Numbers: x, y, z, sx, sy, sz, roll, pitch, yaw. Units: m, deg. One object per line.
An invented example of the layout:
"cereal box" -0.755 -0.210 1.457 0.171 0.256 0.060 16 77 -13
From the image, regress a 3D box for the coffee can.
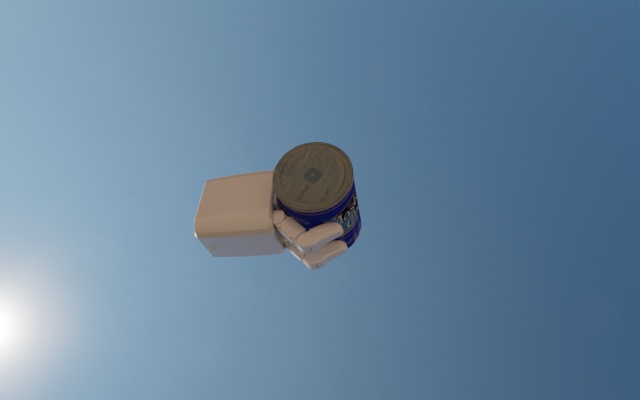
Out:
"coffee can" 0.000 0.002 0.655 0.103 0.102 0.140 0 -30 10
